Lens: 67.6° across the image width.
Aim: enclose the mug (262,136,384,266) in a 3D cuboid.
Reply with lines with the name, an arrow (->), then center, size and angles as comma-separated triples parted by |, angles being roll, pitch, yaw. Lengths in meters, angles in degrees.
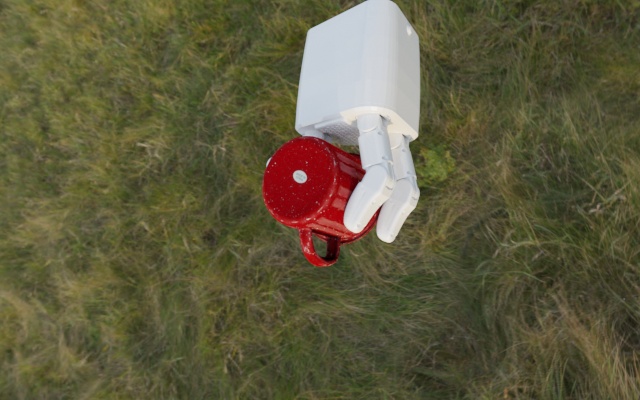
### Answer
mug -> 0.000, 0.003, 0.438 | 0.093, 0.117, 0.081 | -3, -13, 32
